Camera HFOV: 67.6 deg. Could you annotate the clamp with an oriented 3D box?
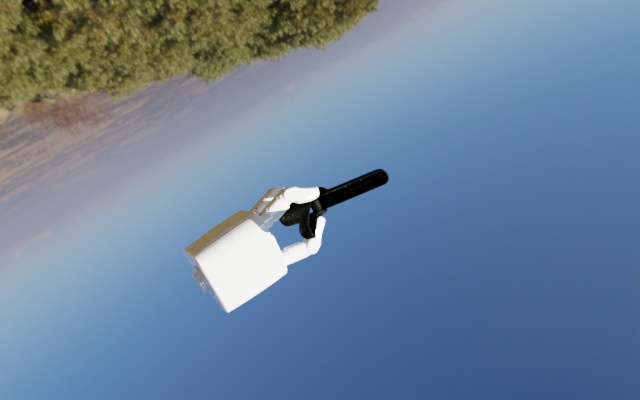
[{"bbox_3d":[0.000,0.003,0.741,0.164,0.036,0.210,-33,13,-22],"label":"clamp"}]
